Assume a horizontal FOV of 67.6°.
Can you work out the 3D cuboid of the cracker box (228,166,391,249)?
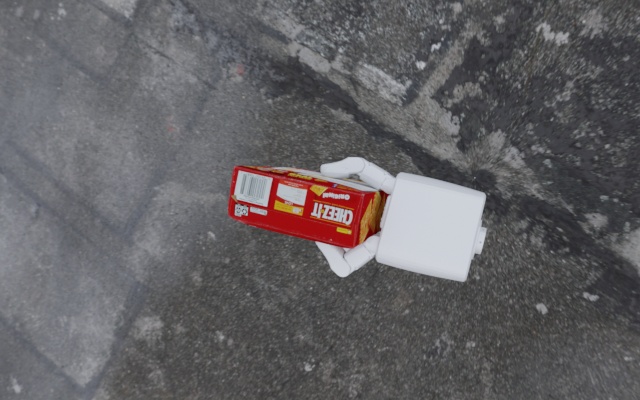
[{"bbox_3d":[0.000,0.002,0.640,0.164,0.072,0.213,12,6,17],"label":"cracker box"}]
